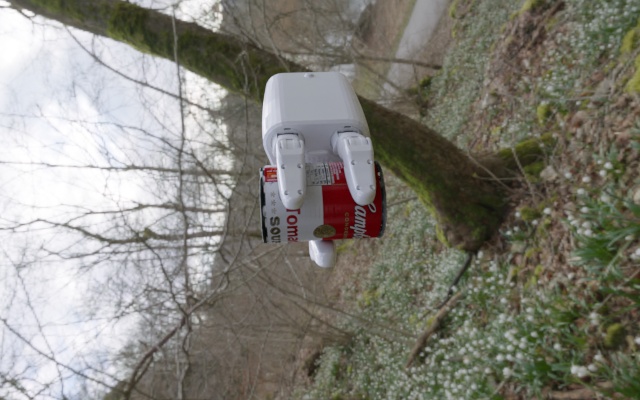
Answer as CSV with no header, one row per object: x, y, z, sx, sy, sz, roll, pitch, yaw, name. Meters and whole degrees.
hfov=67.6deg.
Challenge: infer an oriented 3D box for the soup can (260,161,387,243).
0.000,0.002,0.413,0.102,0.068,0.068,-3,0,-5,soup can
